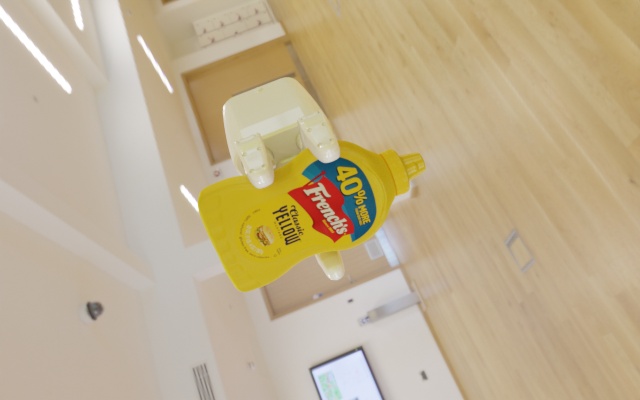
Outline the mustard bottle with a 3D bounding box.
[{"bbox_3d":[0.000,0.002,0.414,0.191,0.096,0.058,-22,17,-4],"label":"mustard bottle"}]
